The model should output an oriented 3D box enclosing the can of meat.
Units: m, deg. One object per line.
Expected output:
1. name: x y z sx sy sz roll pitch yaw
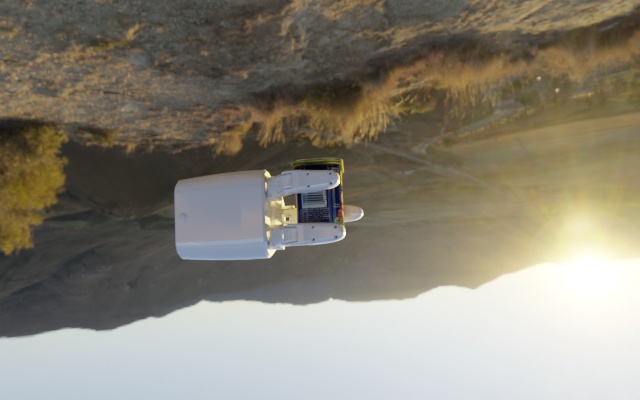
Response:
1. can of meat: 0.000 0.002 0.549 0.057 0.084 0.102 -3 -7 3
